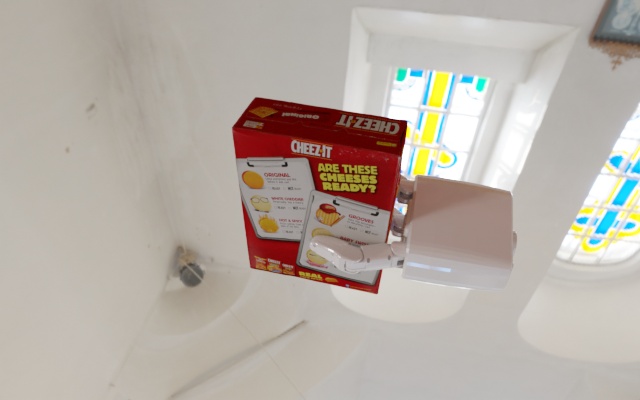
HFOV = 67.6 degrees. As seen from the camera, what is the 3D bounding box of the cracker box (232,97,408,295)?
[{"bbox_3d":[0.000,0.002,0.531,0.164,0.214,0.072,10,44,9],"label":"cracker box"}]
